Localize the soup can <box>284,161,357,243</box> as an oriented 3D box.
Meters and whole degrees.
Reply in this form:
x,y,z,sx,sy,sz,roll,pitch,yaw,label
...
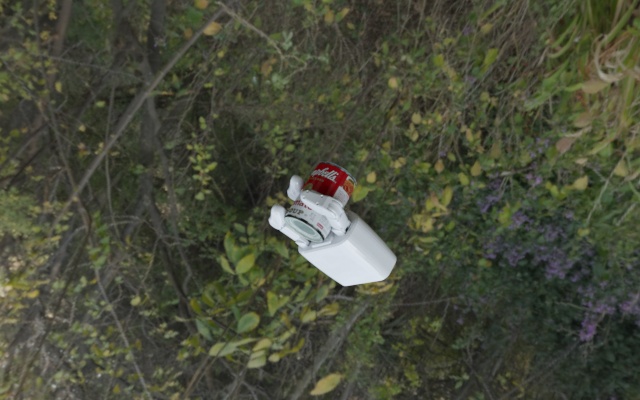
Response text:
x,y,z,sx,sy,sz,roll,pitch,yaw,label
0.000,0.002,0.704,0.068,0.102,0.068,27,-21,11,soup can
